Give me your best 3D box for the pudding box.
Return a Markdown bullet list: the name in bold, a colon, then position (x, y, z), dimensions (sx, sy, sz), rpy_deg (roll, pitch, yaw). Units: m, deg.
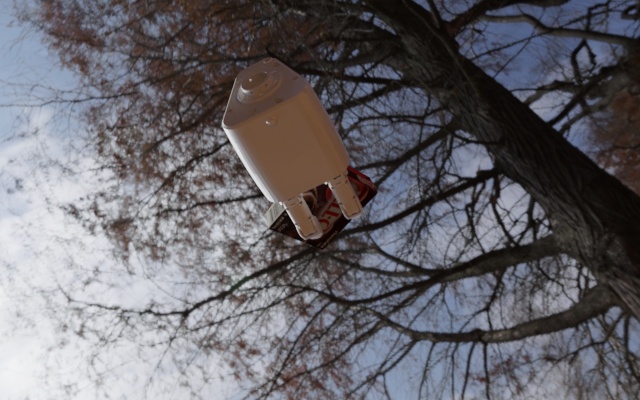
- **pudding box**: position (0.000, 0.002, 0.588), dimensions (0.090, 0.113, 0.039), rpy_deg (25, 30, -34)
